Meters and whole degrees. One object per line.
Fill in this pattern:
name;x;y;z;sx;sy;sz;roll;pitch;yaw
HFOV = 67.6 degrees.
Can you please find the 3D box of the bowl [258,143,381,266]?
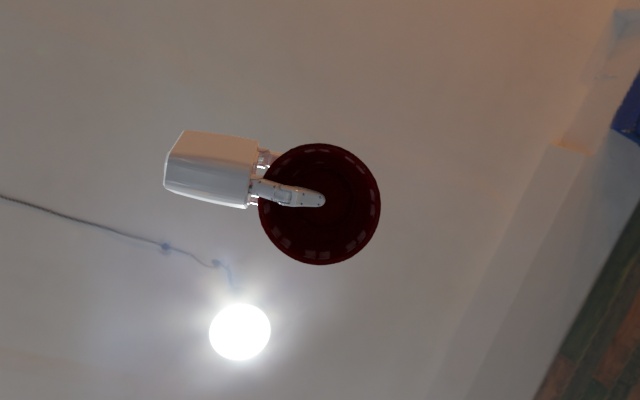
bowl;0.001;0.003;0.641;0.162;0.162;0.055;0;11;7
